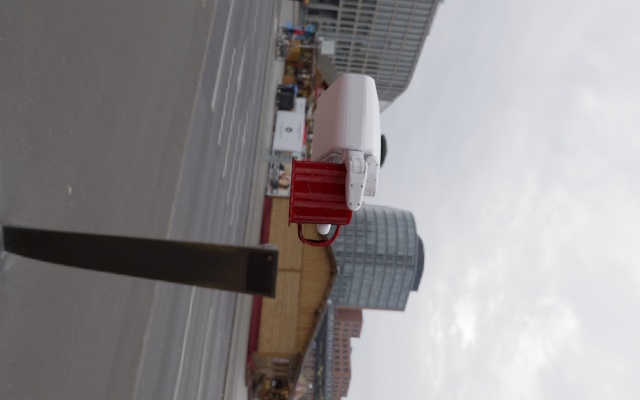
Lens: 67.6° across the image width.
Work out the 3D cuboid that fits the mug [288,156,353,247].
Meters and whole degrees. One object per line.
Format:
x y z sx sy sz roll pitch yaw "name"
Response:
0.000 0.003 0.627 0.081 0.117 0.093 4 -10 -3 "mug"
